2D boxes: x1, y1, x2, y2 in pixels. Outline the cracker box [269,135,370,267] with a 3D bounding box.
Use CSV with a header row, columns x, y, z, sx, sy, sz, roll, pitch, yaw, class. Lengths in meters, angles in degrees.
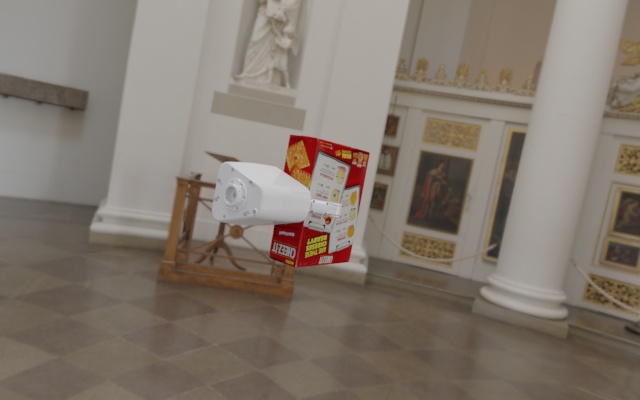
x,y,z,sx,sy,sz,roll,pitch,yaw,class
0.000,0.003,0.848,0.072,0.214,0.164,14,6,36,cracker box
